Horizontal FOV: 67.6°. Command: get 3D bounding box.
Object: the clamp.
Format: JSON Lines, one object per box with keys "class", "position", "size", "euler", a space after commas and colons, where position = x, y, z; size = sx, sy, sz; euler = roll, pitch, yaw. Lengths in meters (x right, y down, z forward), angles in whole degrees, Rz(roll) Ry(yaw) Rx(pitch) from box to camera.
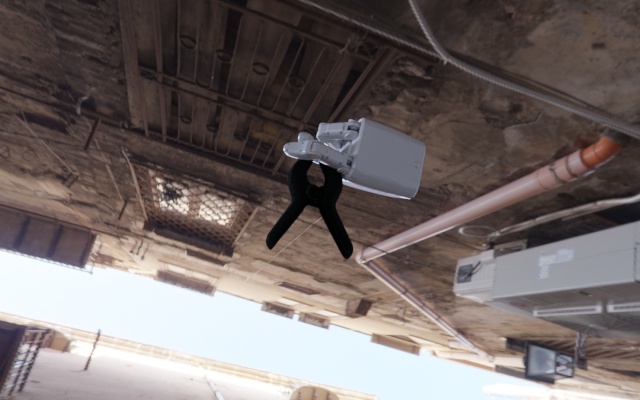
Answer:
{"class": "clamp", "position": [0.000, 0.002, 0.675], "size": [0.120, 0.171, 0.039], "euler": [19, -18, -14]}
